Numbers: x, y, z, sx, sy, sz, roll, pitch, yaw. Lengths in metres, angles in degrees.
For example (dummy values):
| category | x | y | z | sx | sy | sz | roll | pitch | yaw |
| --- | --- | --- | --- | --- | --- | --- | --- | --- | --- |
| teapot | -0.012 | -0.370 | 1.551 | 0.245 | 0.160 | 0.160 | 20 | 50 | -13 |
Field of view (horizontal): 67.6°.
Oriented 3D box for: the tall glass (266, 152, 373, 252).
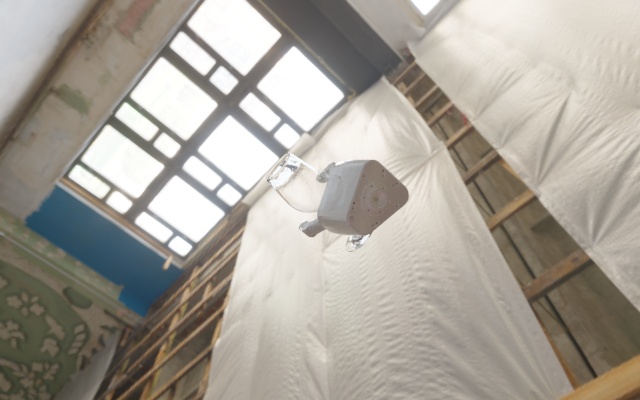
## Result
| category | x | y | z | sx | sy | sz | roll | pitch | yaw |
| --- | --- | --- | --- | --- | --- | --- | --- | --- | --- |
| tall glass | 0.001 | 0.003 | 0.836 | 0.201 | 0.079 | 0.079 | 40 | -15 | -18 |
